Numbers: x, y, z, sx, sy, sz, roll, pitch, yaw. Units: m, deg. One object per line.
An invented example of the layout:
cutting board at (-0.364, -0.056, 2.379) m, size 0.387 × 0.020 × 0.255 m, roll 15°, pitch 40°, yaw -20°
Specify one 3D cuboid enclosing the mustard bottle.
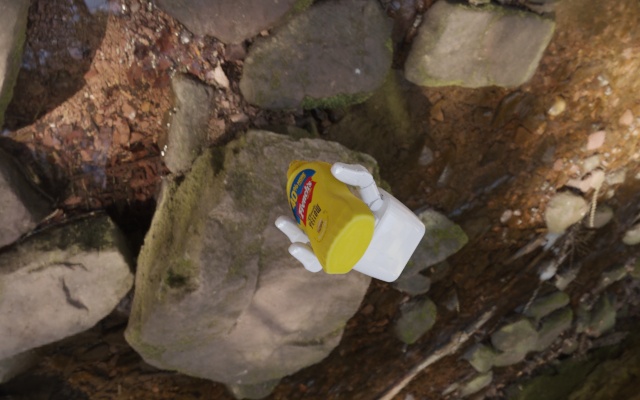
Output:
mustard bottle at (0.000, 0.002, 0.646) m, size 0.058 × 0.096 × 0.191 m, roll 3°, pitch 34°, yaw -31°
